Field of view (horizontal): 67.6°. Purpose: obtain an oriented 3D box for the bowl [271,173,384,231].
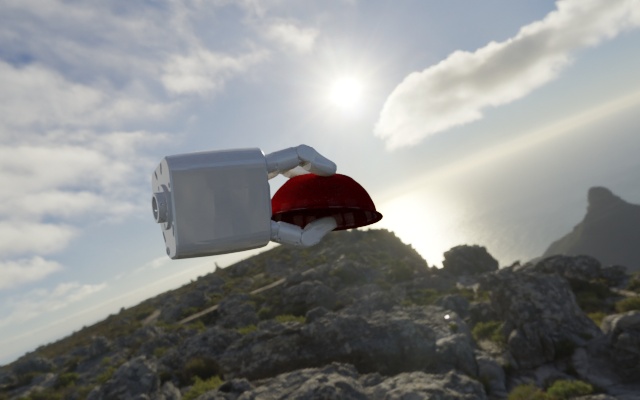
[{"bbox_3d":[0.001,0.002,0.628,0.162,0.055,0.162,-2,-14,0],"label":"bowl"}]
